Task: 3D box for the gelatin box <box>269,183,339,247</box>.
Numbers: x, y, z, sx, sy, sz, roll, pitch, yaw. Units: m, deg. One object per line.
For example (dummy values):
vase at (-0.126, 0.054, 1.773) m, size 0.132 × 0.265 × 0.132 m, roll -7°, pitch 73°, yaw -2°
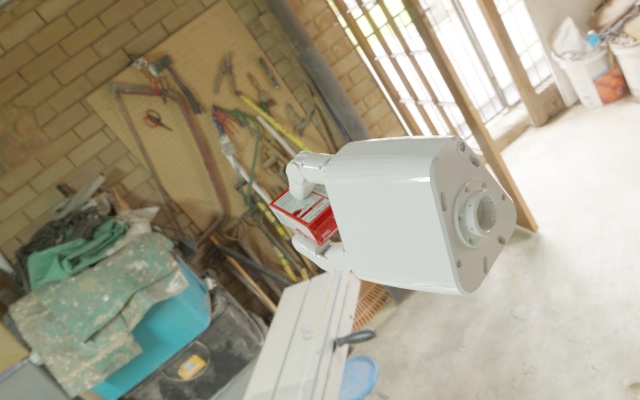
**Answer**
gelatin box at (0.000, 0.001, 0.477) m, size 0.073 × 0.030 × 0.089 m, roll -41°, pitch 30°, yaw -16°
